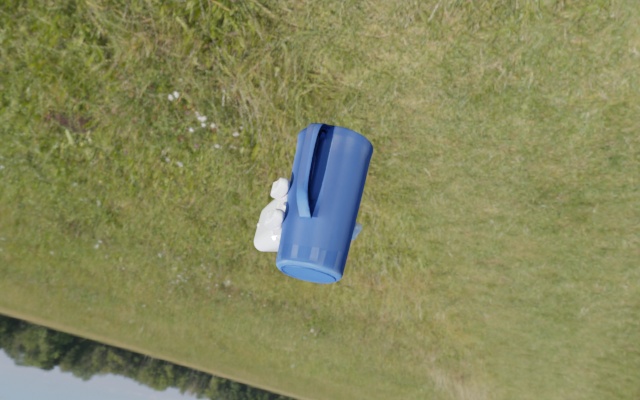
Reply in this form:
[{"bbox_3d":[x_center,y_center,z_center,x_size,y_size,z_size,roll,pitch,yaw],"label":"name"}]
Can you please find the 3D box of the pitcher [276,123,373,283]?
[{"bbox_3d":[0.000,0.003,0.783,0.149,0.242,0.145,21,-23,-23],"label":"pitcher"}]
